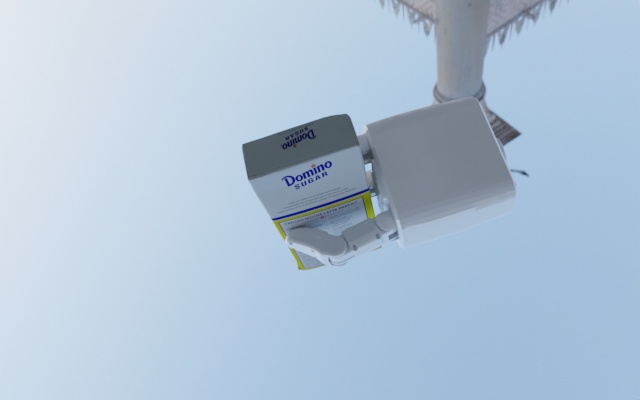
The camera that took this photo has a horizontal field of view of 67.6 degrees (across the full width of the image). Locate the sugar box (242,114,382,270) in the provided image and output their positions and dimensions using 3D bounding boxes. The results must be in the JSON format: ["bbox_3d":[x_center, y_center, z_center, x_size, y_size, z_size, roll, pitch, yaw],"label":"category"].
[{"bbox_3d":[0.000,0.001,0.445,0.093,0.048,0.176,-17,-37,2],"label":"sugar box"}]
